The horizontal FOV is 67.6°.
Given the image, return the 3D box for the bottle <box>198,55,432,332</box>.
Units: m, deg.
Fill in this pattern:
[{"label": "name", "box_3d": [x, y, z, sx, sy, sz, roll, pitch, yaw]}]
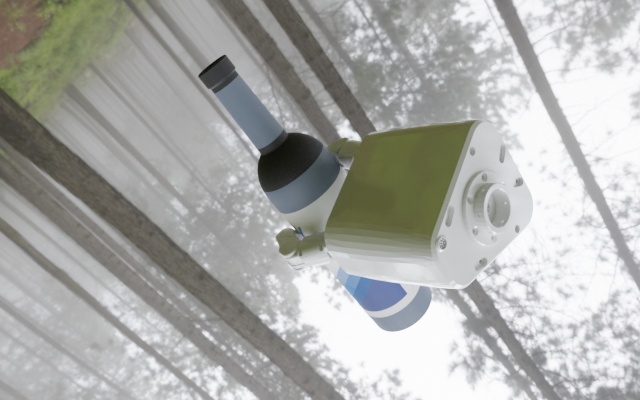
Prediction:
[{"label": "bottle", "box_3d": [0.000, 0.002, 0.426, 0.069, 0.296, 0.069, -31, 25, 16]}]
